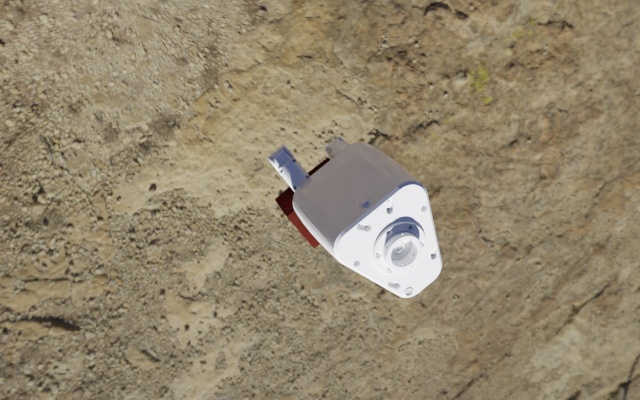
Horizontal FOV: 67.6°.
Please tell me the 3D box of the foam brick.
[{"bbox_3d":[0.000,0.002,0.514,0.078,0.053,0.051,-39,29,-1],"label":"foam brick"}]
